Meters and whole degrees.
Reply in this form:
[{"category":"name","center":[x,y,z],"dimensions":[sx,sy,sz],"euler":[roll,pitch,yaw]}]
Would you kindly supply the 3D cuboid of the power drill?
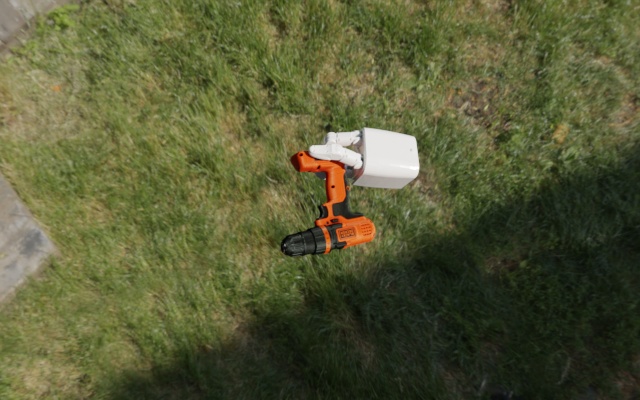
[{"category":"power drill","center":[0.000,0.002,0.872],"dimensions":[0.184,0.187,0.057],"euler":[-9,-5,-27]}]
